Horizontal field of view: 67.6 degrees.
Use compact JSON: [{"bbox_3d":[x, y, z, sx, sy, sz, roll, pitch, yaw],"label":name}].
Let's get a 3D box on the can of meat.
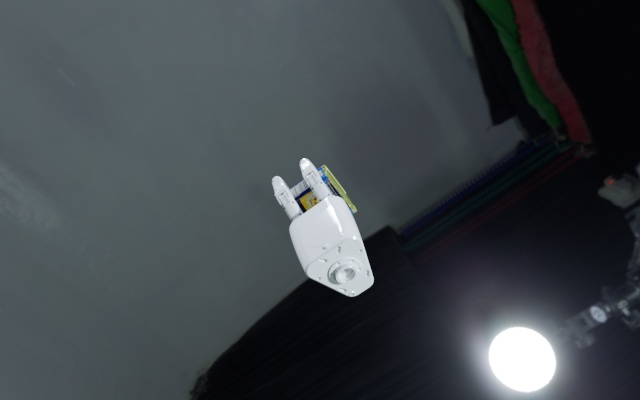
[{"bbox_3d":[0.000,0.002,0.802,0.084,0.102,0.057,-34,30,8],"label":"can of meat"}]
